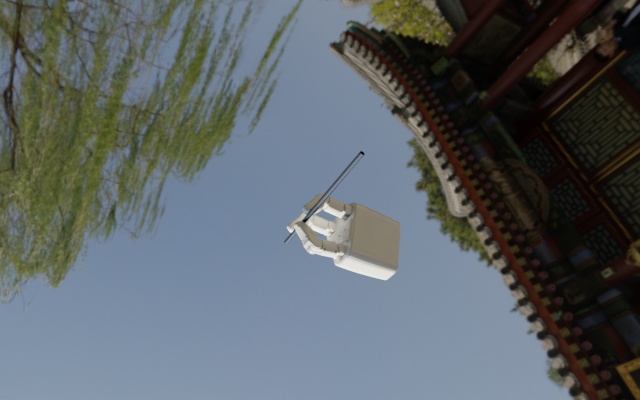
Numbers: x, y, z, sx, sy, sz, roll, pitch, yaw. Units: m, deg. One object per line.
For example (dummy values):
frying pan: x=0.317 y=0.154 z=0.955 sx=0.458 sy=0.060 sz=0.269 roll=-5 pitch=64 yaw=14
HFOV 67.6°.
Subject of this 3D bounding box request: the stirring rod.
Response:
stirring rod: x=0.000 y=0.003 z=0.773 sx=0.011 sy=0.011 sz=0.240 roll=0 pitch=-37 yaw=-39
